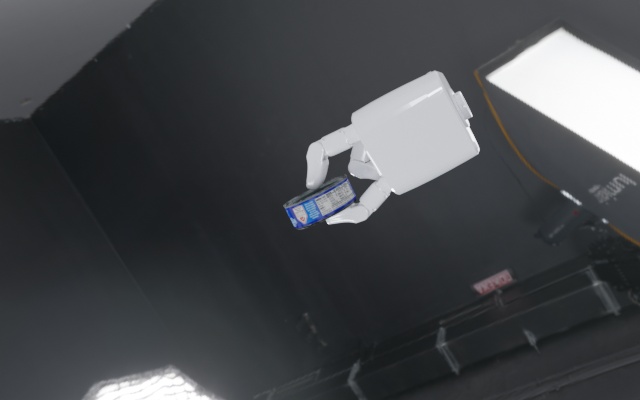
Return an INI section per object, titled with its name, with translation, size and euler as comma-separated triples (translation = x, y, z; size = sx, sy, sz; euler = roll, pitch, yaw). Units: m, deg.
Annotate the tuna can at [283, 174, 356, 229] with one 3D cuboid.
[tuna can]
translation = 0.000, 0.002, 0.584
size = 0.086, 0.034, 0.086
euler = -26, 6, 3
